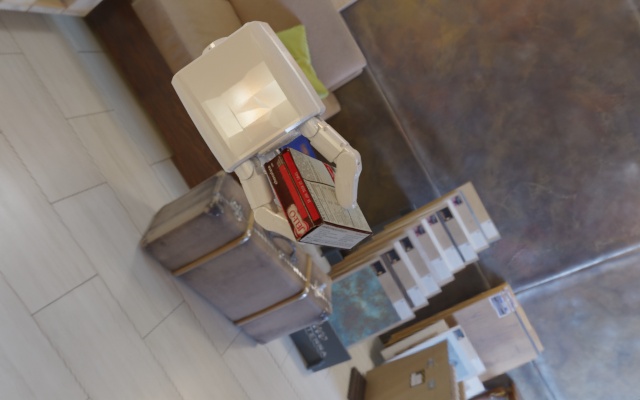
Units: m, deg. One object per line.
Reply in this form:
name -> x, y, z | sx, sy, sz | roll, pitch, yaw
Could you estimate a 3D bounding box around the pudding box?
pudding box -> 0.000, 0.001, 0.493 | 0.039, 0.090, 0.113 | -35, -25, 23
